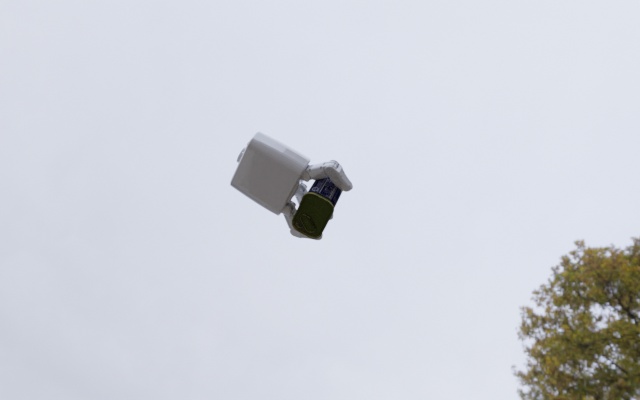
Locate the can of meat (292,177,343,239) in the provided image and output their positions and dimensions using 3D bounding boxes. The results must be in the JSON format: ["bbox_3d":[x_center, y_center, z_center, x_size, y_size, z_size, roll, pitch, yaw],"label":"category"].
[{"bbox_3d":[0.000,0.002,0.835,0.057,0.102,0.084,28,45,2],"label":"can of meat"}]
